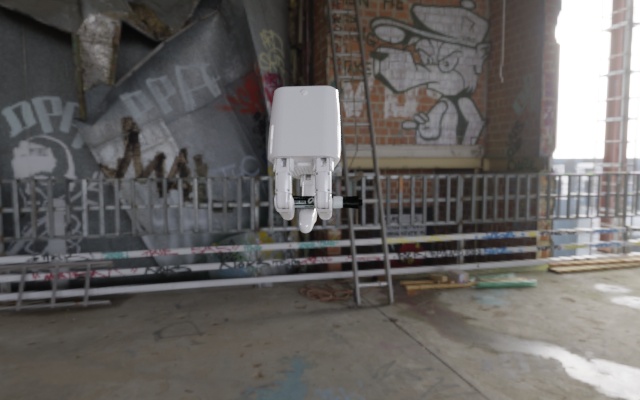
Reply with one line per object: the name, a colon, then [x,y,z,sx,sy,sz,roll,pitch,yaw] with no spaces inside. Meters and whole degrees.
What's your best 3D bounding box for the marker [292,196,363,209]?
marker: [0.000,0.002,0.689,0.121,0.020,0.020,0,0,5]
